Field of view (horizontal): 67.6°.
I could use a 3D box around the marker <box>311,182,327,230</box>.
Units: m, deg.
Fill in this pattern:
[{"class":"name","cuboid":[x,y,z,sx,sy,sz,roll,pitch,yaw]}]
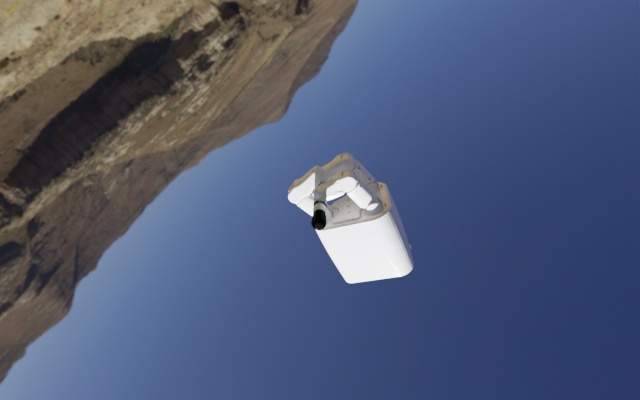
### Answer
[{"class":"marker","cuboid":[0.000,0.002,0.625,0.020,0.020,0.121,0,29,2]}]
